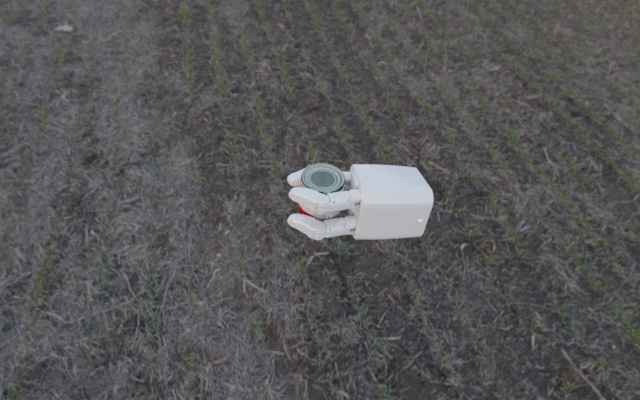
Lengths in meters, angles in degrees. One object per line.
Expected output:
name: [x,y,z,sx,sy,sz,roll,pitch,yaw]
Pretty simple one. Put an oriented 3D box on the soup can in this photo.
soup can: [0.000,0.002,0.732,0.068,0.102,0.068,3,44,-3]
